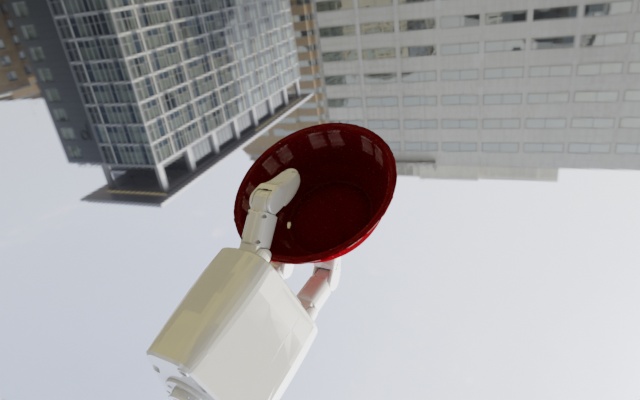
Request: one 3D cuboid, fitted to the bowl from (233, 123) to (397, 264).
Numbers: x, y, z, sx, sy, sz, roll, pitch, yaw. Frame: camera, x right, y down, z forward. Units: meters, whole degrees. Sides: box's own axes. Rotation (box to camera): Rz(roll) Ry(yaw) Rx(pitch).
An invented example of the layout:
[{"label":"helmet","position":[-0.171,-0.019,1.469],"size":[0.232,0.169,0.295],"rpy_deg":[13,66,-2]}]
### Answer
[{"label":"bowl","position":[0.001,0.001,0.464],"size":[0.162,0.162,0.055],"rpy_deg":[0,-34,25]}]
